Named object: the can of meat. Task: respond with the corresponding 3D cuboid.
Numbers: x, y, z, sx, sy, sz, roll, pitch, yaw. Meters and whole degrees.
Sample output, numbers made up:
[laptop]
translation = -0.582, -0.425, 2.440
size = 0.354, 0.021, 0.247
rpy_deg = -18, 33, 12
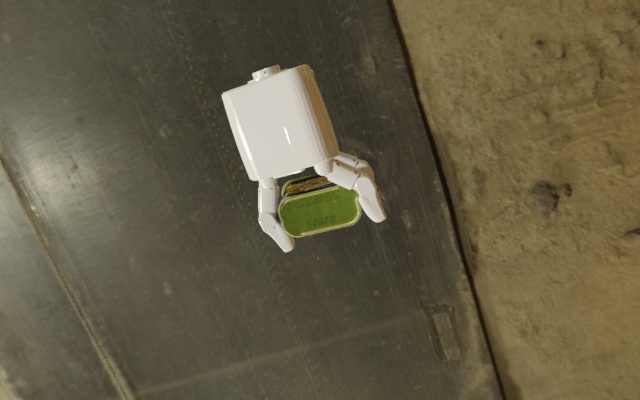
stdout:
[can of meat]
translation = 0.000, 0.002, 0.595
size = 0.102, 0.057, 0.084
rpy_deg = -14, 15, 5
